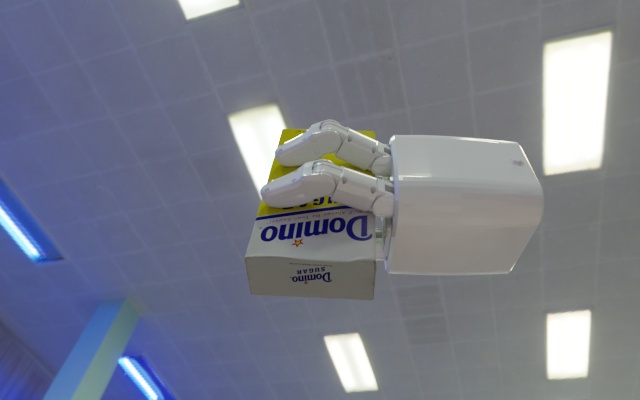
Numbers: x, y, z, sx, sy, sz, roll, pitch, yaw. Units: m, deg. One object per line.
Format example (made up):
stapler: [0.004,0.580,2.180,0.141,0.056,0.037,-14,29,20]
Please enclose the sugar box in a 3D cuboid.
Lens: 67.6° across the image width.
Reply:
sugar box: [0.000,0.001,0.400,0.093,0.048,0.176,1,36,4]
